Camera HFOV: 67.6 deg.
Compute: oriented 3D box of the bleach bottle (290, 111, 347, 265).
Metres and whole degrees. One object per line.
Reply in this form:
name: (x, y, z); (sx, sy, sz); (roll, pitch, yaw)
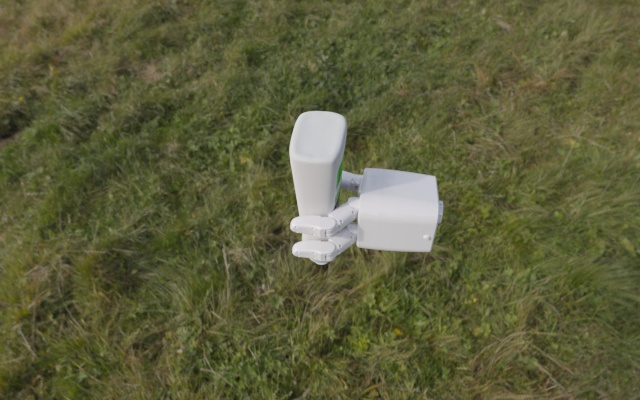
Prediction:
bleach bottle: (0.000, 0.002, 0.685); (0.068, 0.102, 0.251); (6, -41, 7)
